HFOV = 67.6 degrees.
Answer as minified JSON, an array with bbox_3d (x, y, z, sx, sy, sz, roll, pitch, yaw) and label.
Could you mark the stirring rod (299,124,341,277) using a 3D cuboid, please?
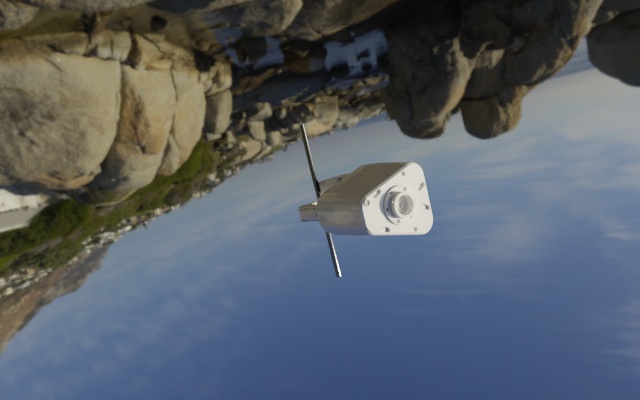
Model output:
[{"bbox_3d":[0.000,0.002,0.728,0.011,0.239,0.011,-14,7,2],"label":"stirring rod"}]
